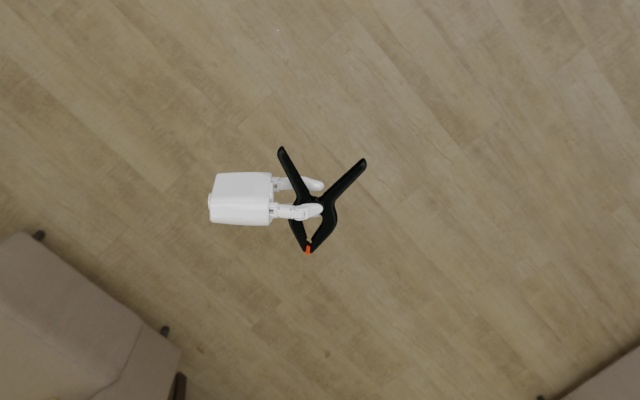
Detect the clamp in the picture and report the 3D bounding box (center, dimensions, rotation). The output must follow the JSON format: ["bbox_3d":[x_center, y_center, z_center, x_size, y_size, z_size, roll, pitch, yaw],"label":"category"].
[{"bbox_3d":[0.000,0.004,0.898,0.164,0.210,0.036,2,20,-1],"label":"clamp"}]
